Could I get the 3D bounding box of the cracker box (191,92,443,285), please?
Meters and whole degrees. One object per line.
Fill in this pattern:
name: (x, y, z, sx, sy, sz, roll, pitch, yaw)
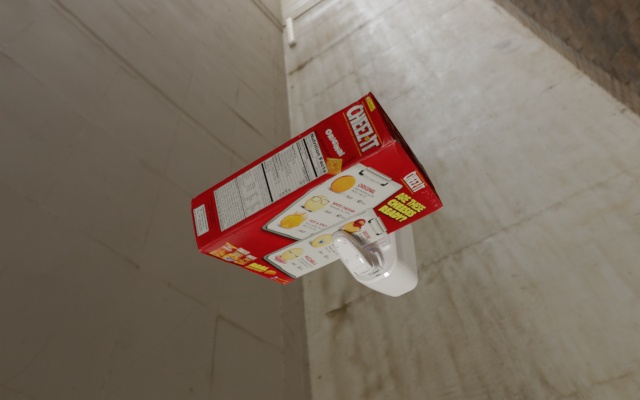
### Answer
cracker box: (0.000, 0.002, 0.502, 0.214, 0.072, 0.164, -29, -31, 16)
